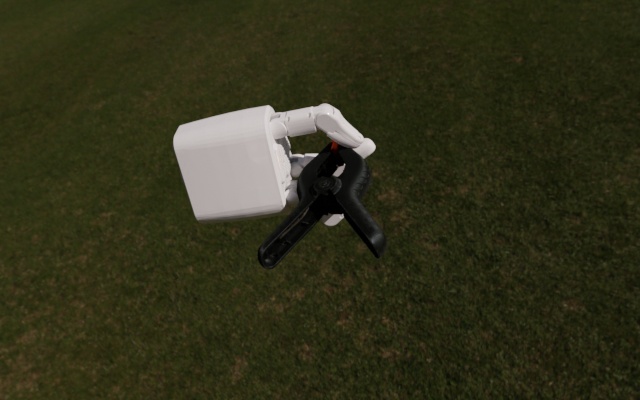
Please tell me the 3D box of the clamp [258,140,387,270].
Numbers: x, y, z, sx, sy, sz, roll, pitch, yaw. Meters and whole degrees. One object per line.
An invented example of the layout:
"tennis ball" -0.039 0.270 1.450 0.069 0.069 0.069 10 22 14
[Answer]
"clamp" 0.000 0.001 0.476 0.120 0.039 0.171 -9 37 9
